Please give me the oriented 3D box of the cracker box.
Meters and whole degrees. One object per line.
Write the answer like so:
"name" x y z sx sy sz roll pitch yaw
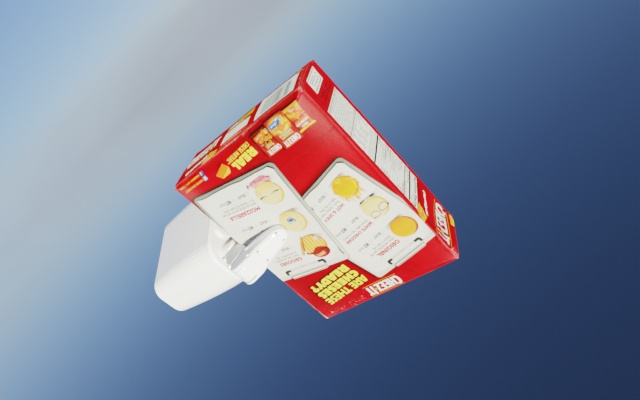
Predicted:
"cracker box" 0.000 0.001 0.453 0.164 0.214 0.072 -32 26 31
